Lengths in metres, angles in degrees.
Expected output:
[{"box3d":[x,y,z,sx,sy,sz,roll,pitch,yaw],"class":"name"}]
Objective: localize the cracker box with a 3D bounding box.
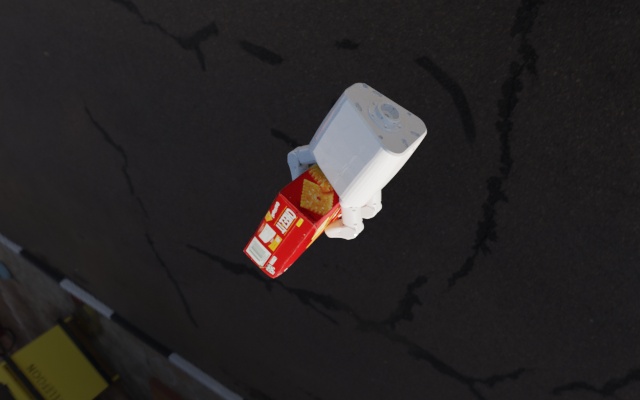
[{"box3d":[0.000,0.002,0.709,0.213,0.072,0.164,-40,-9,-41],"class":"cracker box"}]
